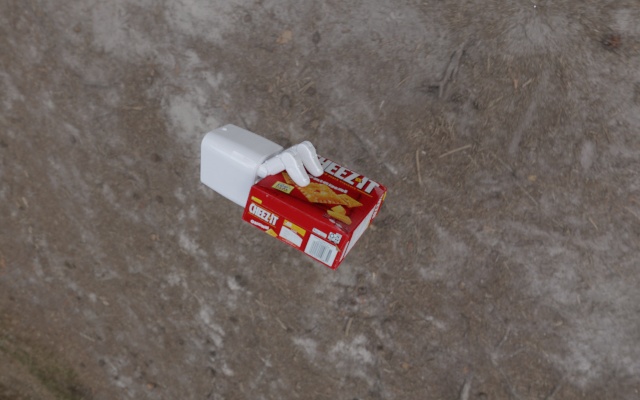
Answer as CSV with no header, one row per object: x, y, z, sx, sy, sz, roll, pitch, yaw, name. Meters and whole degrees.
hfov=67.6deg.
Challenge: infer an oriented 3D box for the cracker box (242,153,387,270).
0.000,0.003,0.775,0.164,0.072,0.213,27,29,12,cracker box
